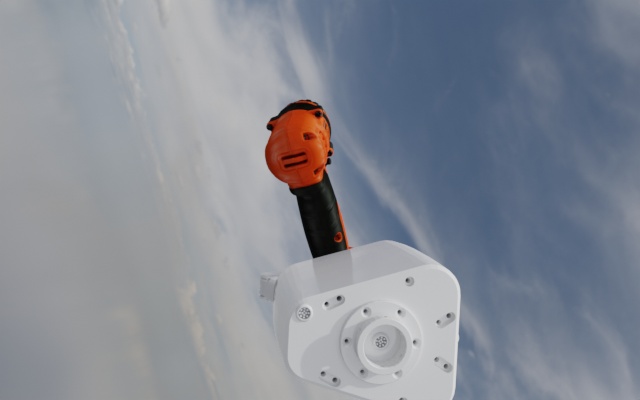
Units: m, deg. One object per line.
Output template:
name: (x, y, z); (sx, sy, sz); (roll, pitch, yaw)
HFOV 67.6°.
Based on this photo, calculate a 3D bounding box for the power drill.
power drill: (0.000, 0.002, 0.447); (0.057, 0.188, 0.184); (-15, 19, 8)
